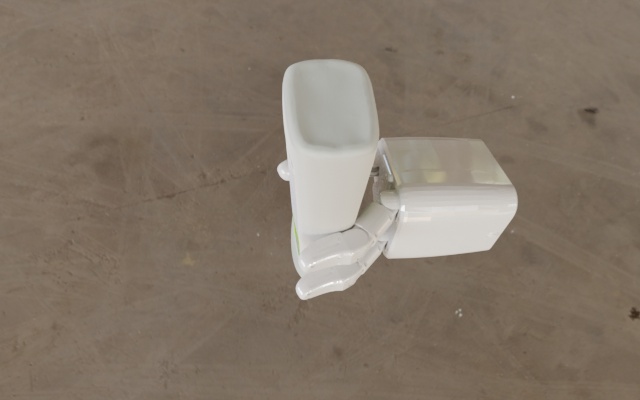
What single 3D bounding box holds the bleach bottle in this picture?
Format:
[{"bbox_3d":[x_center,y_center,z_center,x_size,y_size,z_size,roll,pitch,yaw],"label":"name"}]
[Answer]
[{"bbox_3d":[0.000,0.002,0.441,0.068,0.102,0.251,-2,-34,-6],"label":"bleach bottle"}]
